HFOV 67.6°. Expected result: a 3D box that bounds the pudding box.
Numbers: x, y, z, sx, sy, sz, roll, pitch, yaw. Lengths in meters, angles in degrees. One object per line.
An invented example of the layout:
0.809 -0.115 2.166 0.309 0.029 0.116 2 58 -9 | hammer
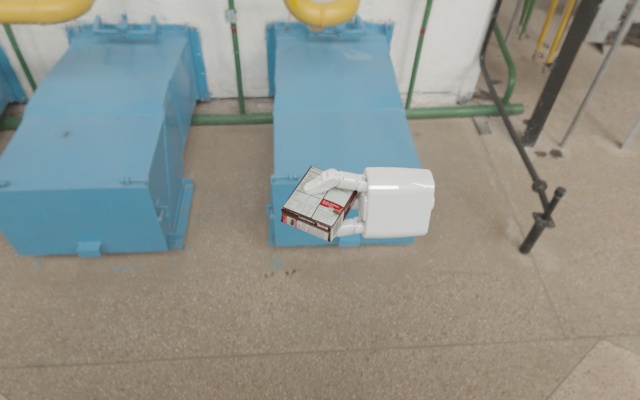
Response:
0.000 0.002 0.770 0.090 0.039 0.113 21 48 14 | pudding box
